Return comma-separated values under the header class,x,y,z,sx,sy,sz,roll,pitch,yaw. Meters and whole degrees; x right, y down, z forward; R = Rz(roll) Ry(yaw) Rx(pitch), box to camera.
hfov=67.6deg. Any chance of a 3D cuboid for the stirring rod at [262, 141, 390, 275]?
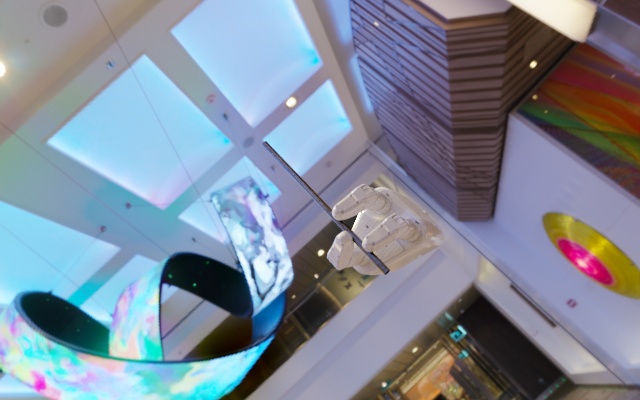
class,x,y,z,sx,sy,sz,roll,pitch,yaw
stirring rod,0.000,0.002,0.584,0.239,0.011,0.011,46,25,26
